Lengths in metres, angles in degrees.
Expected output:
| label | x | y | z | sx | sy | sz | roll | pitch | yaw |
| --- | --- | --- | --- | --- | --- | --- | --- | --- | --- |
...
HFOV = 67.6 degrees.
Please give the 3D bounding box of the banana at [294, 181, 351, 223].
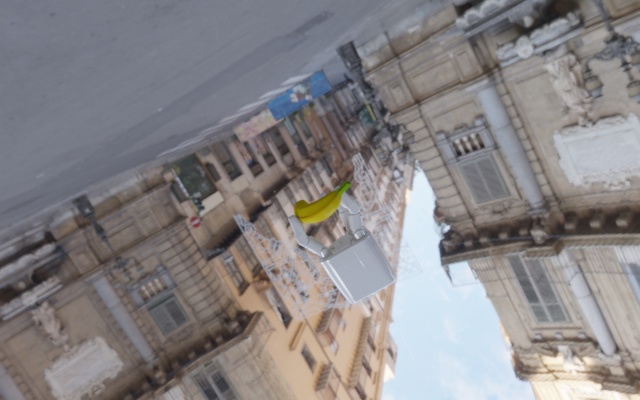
| label | x | y | z | sx | sy | sz | roll | pitch | yaw |
| --- | --- | --- | --- | --- | --- | --- | --- | --- | --- |
| banana | -0.010 | 0.014 | 0.882 | 0.069 | 0.037 | 0.198 | -44 | 13 | -27 |
